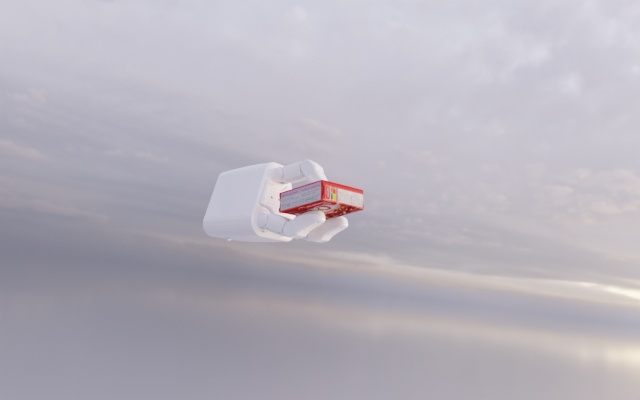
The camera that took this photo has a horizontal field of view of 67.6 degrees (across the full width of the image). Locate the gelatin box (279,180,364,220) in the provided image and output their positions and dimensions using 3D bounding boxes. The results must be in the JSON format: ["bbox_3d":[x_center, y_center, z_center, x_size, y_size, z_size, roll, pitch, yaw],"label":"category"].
[{"bbox_3d":[0.000,0.002,0.622,0.073,0.030,0.089,13,-20,-40],"label":"gelatin box"}]
